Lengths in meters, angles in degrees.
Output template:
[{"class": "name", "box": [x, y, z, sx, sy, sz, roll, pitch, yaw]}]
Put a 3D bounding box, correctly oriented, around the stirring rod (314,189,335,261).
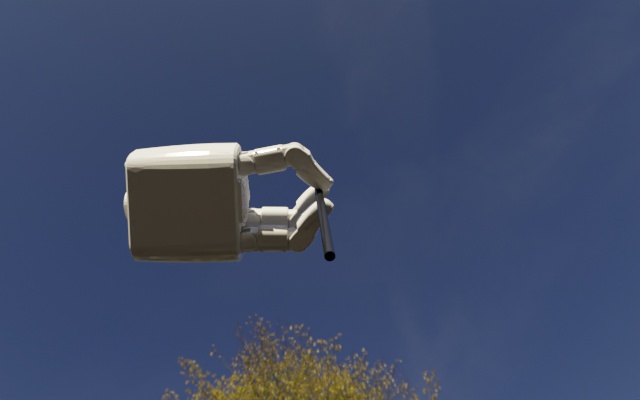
[{"class": "stirring rod", "box": [0.000, 0.001, 0.452, 0.011, 0.011, 0.239, 0, 18, -3]}]
